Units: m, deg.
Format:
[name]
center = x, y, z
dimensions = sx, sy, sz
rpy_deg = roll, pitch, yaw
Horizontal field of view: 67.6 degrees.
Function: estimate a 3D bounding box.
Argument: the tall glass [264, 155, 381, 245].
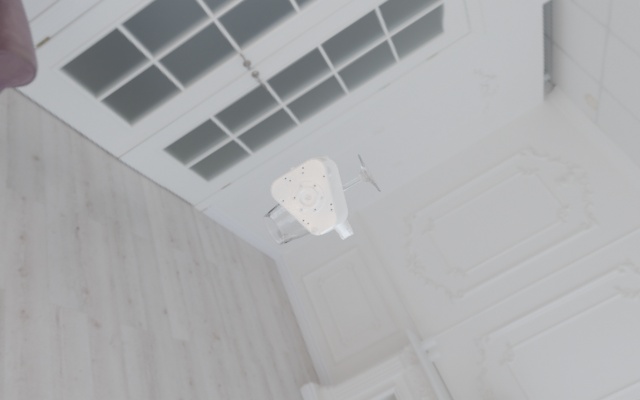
[tall glass]
center = 0.001, 0.002, 0.834
dimensions = 0.201, 0.079, 0.079
rpy_deg = -31, -6, 9
